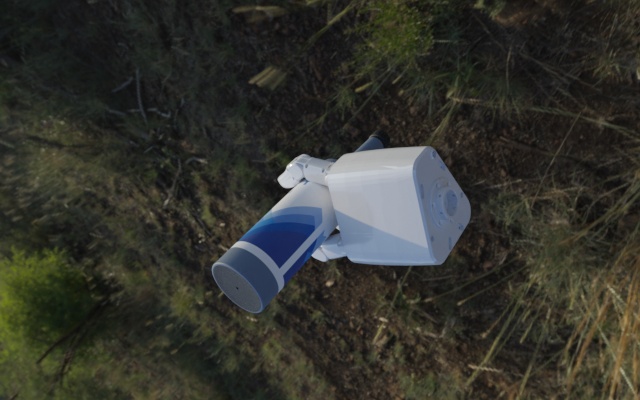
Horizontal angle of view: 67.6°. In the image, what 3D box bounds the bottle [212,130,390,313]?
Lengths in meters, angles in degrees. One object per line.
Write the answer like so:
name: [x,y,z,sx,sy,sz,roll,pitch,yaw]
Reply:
bottle: [0.000,0.002,0.556,0.069,0.069,0.295,0,35,44]
